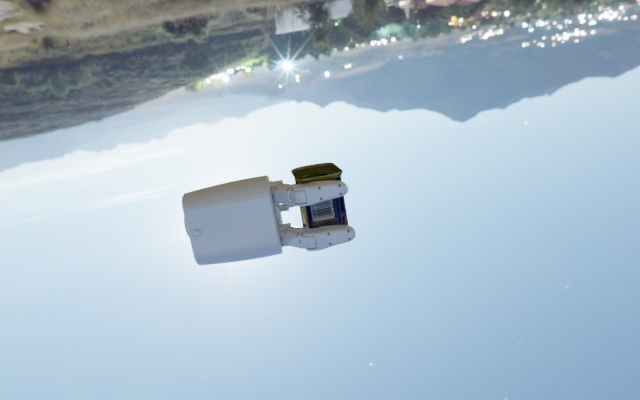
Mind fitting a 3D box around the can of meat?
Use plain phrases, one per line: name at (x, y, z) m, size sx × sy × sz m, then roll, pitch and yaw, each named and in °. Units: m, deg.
can of meat at (0.000, 0.002, 0.604) m, size 0.057 × 0.084 × 0.102 m, roll -11°, pitch 13°, yaw -6°
